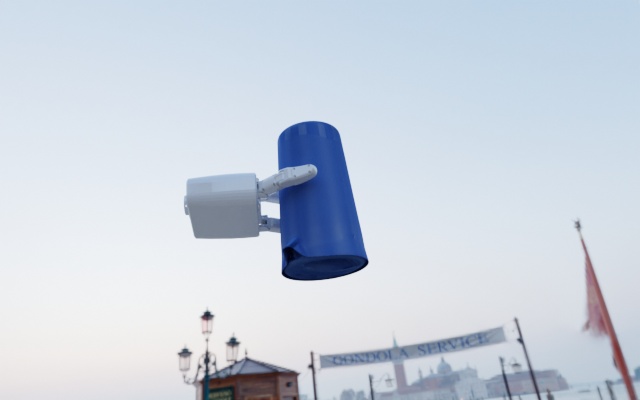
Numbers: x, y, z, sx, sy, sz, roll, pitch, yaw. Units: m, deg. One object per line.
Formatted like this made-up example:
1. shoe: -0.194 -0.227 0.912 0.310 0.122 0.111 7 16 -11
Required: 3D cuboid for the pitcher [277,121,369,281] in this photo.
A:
1. pitcher: 0.000 0.003 0.770 0.145 0.242 0.149 -4 -24 -6
